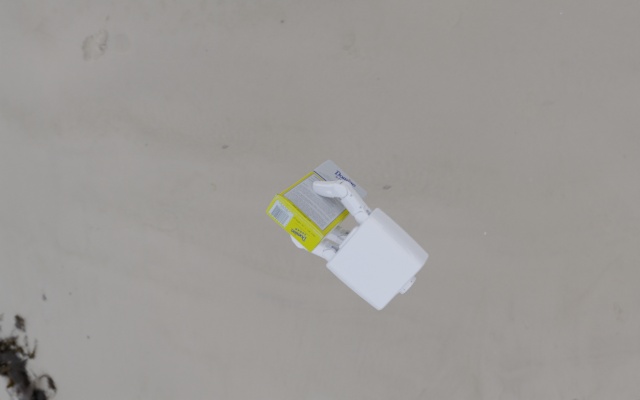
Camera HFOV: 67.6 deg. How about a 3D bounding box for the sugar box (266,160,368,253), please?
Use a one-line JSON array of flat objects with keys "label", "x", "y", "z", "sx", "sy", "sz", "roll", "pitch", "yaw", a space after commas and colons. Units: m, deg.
[{"label": "sugar box", "x": 0.000, "y": 0.003, "z": 0.755, "sx": 0.048, "sy": 0.093, "sz": 0.176, "roll": -51, "pitch": -8, "yaw": 32}]
